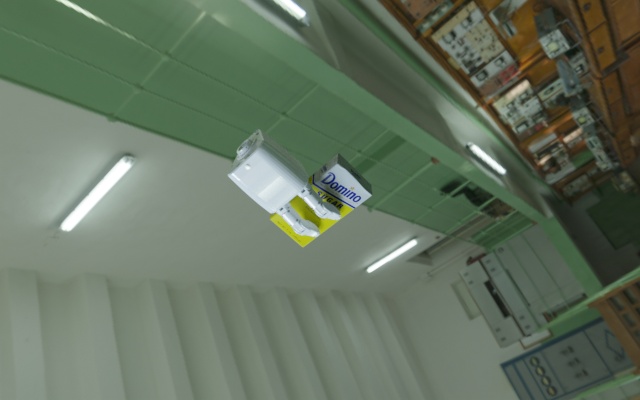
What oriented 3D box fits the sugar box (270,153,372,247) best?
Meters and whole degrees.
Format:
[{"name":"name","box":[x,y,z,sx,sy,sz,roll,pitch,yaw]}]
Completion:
[{"name":"sugar box","box":[0.000,0.003,0.886,0.176,0.093,0.048,-38,23,25]}]
